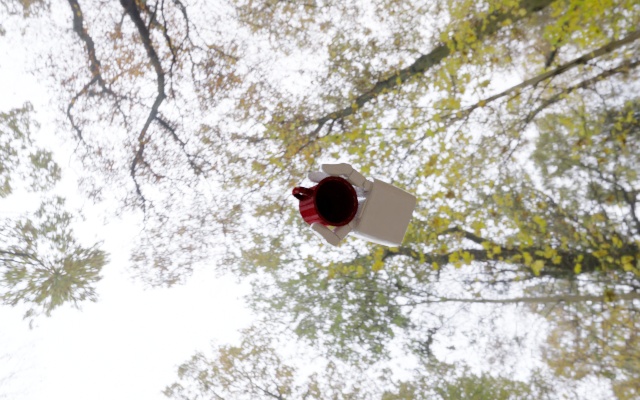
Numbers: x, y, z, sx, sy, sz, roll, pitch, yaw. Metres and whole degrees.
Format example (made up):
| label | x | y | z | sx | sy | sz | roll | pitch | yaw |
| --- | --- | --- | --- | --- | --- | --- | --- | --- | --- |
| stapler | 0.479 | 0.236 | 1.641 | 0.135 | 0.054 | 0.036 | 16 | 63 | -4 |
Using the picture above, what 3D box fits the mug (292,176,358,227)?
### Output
| label | x | y | z | sx | sy | sz | roll | pitch | yaw |
| --- | --- | --- | --- | --- | --- | --- | --- | --- | --- |
| mug | -0.001 | 0.003 | 0.886 | 0.117 | 0.093 | 0.081 | 20 | -17 | -23 |
